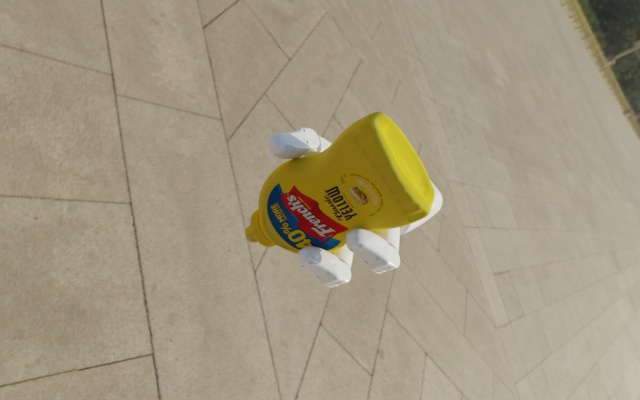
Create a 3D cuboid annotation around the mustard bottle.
[{"bbox_3d":[0.000,0.001,0.442,0.192,0.096,0.058,-25,21,34],"label":"mustard bottle"}]
